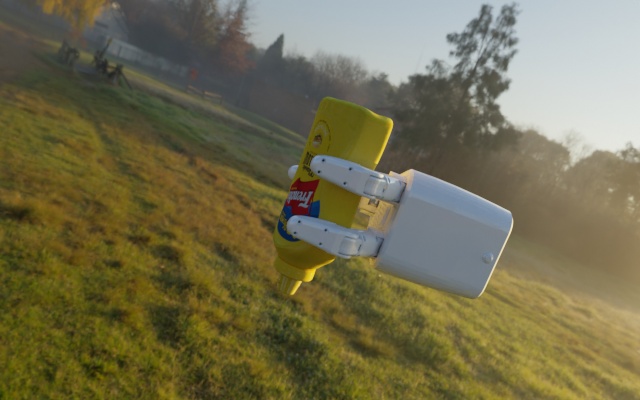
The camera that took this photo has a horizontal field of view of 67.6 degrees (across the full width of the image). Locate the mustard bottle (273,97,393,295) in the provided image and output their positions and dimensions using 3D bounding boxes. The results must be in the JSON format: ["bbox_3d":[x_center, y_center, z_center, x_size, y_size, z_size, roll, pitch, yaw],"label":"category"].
[{"bbox_3d":[0.000,0.001,0.457,0.058,0.191,0.096,16,10,-29],"label":"mustard bottle"}]
